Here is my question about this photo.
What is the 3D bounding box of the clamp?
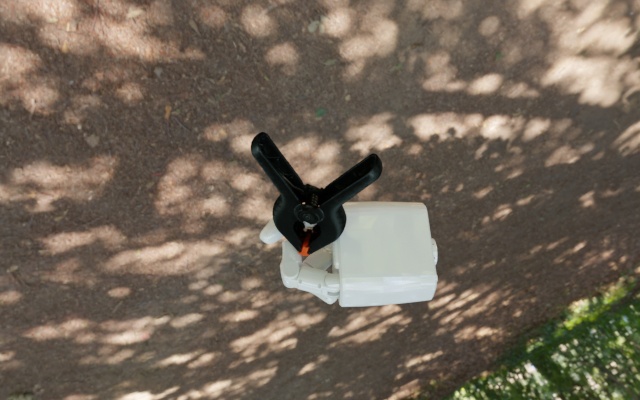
[{"bbox_3d":[0.000,0.002,0.484,0.120,0.039,0.172,11,-35,13],"label":"clamp"}]
